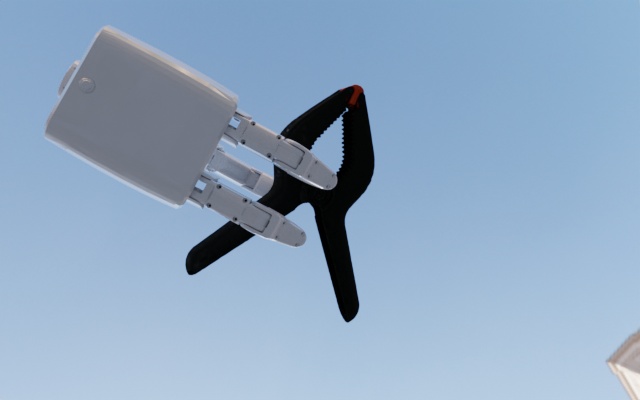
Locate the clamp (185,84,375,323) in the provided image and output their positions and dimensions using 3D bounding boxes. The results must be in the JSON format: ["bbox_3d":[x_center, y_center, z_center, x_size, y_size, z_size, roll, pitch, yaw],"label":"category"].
[{"bbox_3d":[0.000,0.001,0.428,0.164,0.210,0.036,29,-5,-21],"label":"clamp"}]
